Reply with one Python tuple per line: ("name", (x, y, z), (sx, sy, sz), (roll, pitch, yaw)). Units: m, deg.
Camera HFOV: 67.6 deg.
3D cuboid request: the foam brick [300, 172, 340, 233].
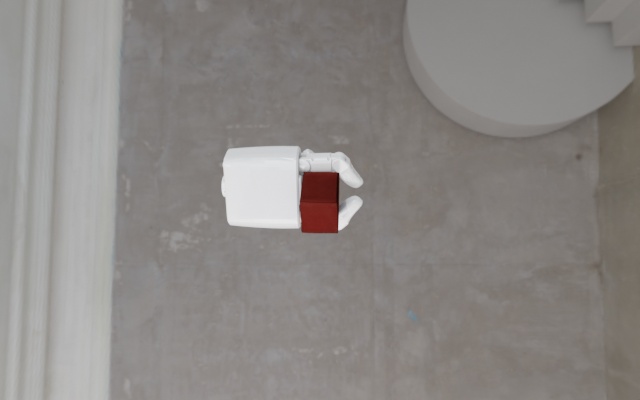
("foam brick", (0.000, 0.002, 0.655), (0.051, 0.053, 0.078), (1, 34, 2))
